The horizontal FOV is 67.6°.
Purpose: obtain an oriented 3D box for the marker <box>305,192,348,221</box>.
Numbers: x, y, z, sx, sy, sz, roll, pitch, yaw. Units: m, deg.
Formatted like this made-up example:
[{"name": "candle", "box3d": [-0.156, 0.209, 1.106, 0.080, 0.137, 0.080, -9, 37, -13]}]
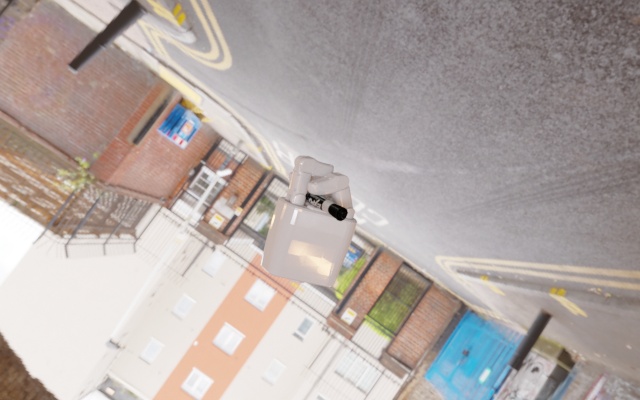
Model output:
[{"name": "marker", "box3d": [0.000, 0.002, 0.653, 0.020, 0.020, 0.121, 0, 17, -32]}]
